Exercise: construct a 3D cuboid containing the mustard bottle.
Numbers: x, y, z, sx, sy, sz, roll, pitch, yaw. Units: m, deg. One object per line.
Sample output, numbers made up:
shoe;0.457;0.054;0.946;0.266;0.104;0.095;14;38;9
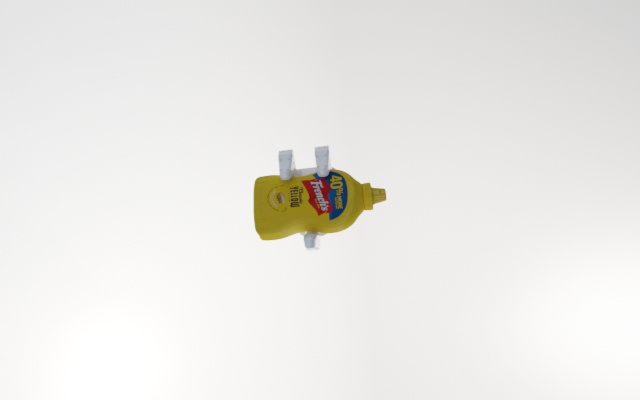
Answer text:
mustard bottle;0.000;0.002;0.699;0.191;0.096;0.058;-6;-28;4
